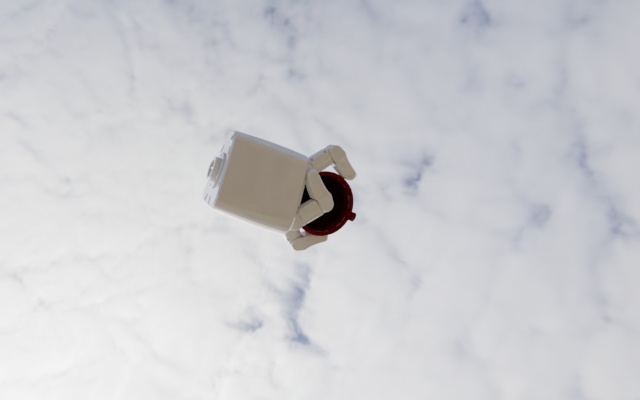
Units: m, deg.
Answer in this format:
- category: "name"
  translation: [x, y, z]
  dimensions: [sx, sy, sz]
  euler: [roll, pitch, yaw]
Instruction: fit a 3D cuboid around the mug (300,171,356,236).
- category: "mug"
  translation: [0.001, 0.003, 0.713]
  dimensions: [0.117, 0.093, 0.081]
  euler: [21, 1, -25]
